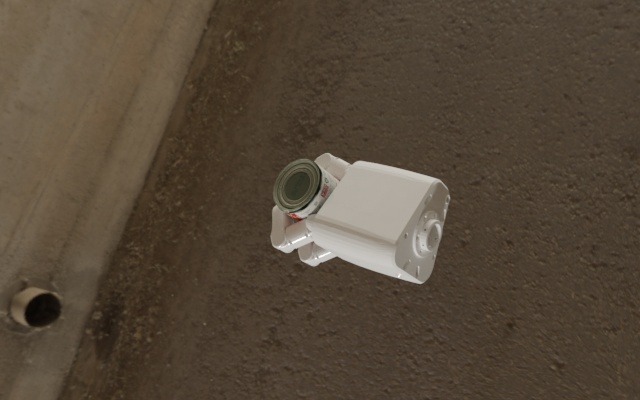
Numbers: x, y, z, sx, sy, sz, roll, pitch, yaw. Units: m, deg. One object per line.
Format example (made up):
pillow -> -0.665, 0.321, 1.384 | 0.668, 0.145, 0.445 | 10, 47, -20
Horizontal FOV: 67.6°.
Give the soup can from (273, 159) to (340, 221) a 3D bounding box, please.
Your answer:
soup can -> 0.000, 0.002, 0.570 | 0.068, 0.068, 0.102 | 0, -22, 37
